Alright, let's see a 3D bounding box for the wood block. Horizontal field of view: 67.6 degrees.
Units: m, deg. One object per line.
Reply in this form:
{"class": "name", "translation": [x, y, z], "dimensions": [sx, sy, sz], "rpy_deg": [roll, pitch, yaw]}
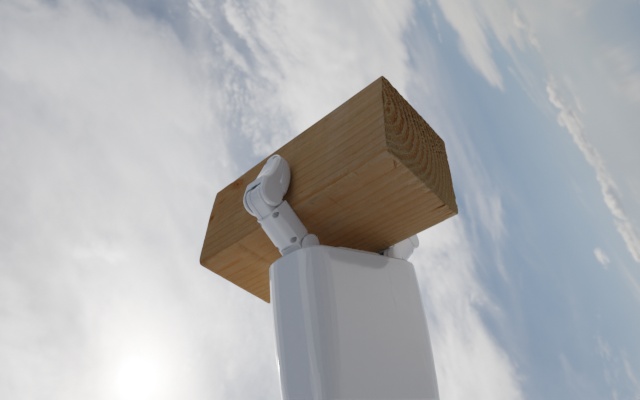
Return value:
{"class": "wood block", "translation": [0.000, 0.002, 0.414], "dimensions": [0.206, 0.090, 0.091], "rpy_deg": [-30, -53, 31]}
